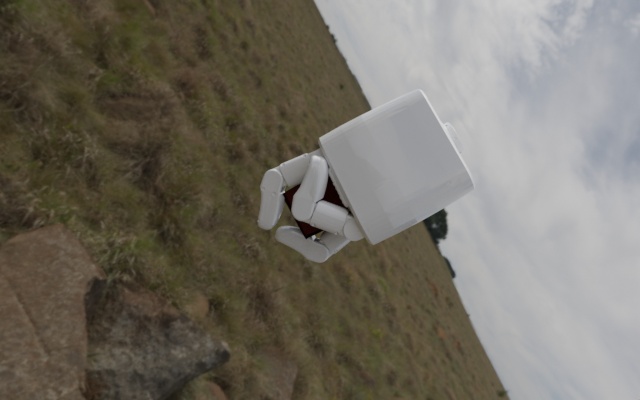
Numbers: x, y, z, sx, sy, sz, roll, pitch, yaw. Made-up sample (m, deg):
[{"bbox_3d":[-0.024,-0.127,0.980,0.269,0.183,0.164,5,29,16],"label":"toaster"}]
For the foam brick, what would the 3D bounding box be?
[{"bbox_3d":[0.000,0.002,0.497,0.051,0.053,0.078,-28,2,8],"label":"foam brick"}]
